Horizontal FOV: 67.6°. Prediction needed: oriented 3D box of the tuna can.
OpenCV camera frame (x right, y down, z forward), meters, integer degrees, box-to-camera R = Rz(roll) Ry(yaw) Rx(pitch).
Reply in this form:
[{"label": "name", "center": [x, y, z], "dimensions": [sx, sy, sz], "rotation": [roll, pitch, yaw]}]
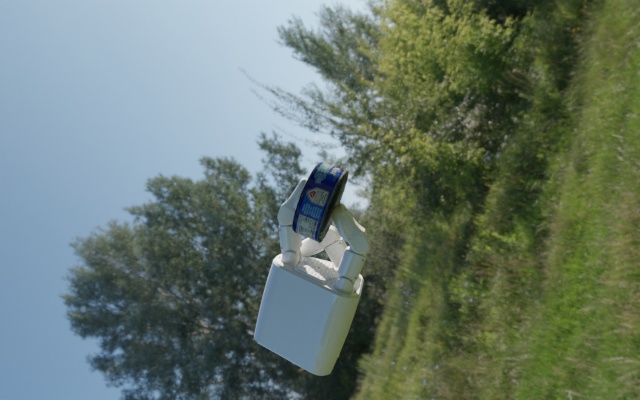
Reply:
[{"label": "tuna can", "center": [0.000, 0.001, 0.531], "dimensions": [0.034, 0.086, 0.086], "rotation": [22, 3, 8]}]
